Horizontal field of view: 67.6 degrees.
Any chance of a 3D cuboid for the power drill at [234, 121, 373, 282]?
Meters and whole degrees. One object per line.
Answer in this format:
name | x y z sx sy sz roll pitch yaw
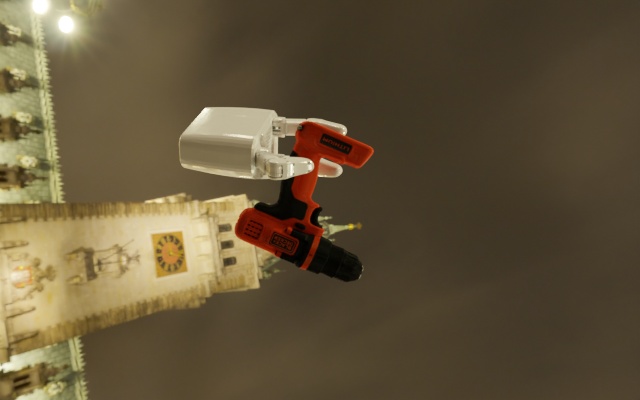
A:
power drill | 0.000 0.002 0.643 0.184 0.187 0.057 24 2 -8
